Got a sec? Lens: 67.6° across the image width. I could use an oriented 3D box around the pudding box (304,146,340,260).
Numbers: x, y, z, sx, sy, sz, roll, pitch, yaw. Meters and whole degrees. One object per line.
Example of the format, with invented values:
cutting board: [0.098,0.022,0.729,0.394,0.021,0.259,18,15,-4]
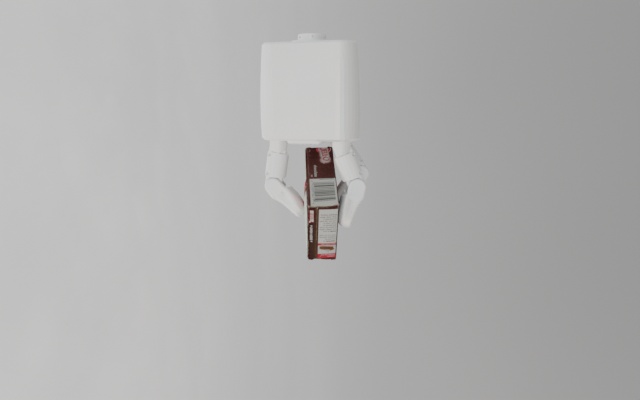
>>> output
pudding box: [0.000,0.002,0.582,0.039,0.090,0.113,0,42,-1]
